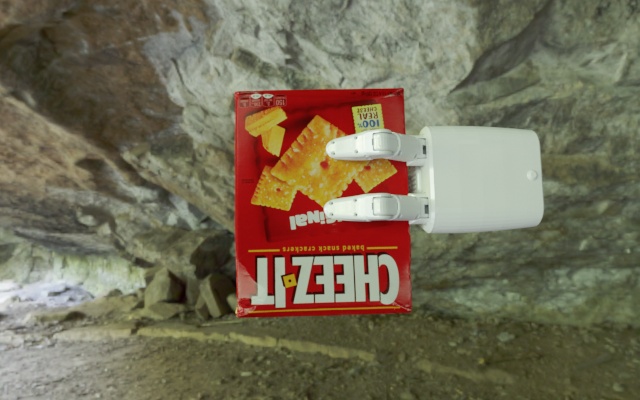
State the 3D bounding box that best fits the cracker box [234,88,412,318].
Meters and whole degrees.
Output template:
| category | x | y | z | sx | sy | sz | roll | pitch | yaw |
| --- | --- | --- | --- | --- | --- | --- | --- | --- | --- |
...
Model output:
| category | x | y | z | sx | sy | sz | roll | pitch | yaw |
| --- | --- | --- | --- | --- | --- | --- | --- | --- | --- |
| cracker box | 0.000 | 0.001 | 0.466 | 0.164 | 0.213 | 0.072 | -1 | -6 | -4 |
